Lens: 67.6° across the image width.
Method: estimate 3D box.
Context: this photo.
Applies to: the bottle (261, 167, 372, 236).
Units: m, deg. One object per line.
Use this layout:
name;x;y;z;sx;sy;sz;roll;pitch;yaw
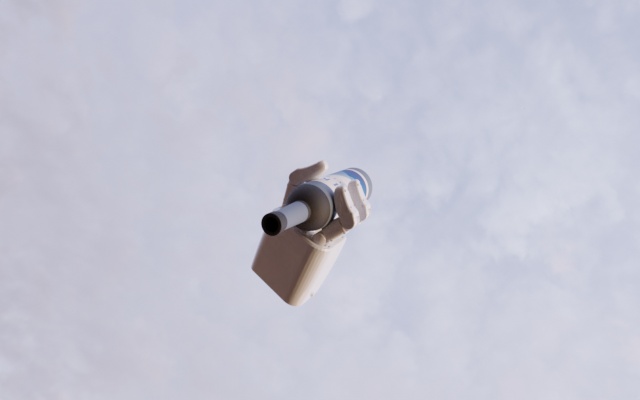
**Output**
bottle;0.000;0.002;0.680;0.069;0.069;0.295;0;10;23
